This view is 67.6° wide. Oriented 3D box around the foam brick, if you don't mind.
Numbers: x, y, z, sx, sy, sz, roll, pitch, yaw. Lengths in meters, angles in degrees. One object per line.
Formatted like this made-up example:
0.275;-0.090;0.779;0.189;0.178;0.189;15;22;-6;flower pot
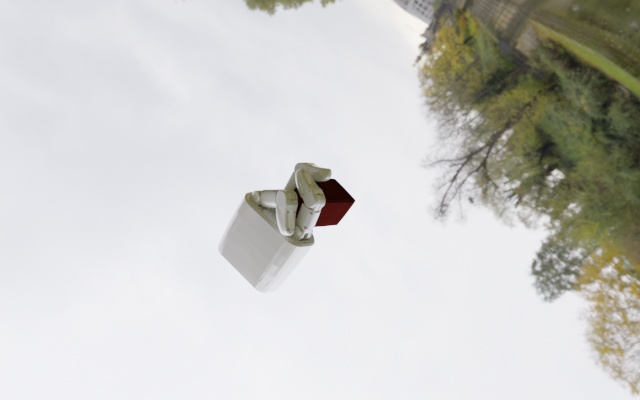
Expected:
0.000;0.002;0.695;0.078;0.051;0.053;0;42;-49;foam brick
